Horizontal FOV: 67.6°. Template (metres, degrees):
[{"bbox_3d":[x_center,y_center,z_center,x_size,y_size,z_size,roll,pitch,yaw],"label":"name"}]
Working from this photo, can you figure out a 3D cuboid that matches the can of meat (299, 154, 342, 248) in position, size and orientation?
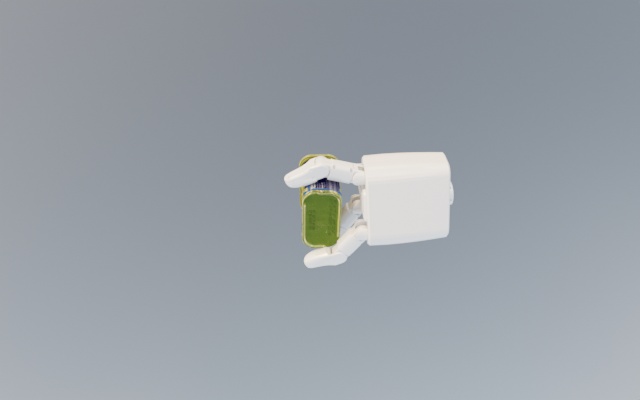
[{"bbox_3d":[0.000,0.002,0.652,0.057,0.102,0.084,-1,39,-2],"label":"can of meat"}]
